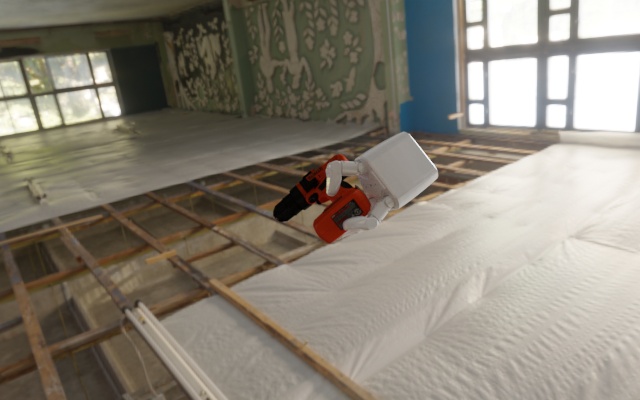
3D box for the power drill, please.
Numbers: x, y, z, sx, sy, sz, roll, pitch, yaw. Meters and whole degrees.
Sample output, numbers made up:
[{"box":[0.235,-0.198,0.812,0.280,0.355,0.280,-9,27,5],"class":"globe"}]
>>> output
[{"box":[0.001,0.003,0.884,0.057,0.184,0.187,48,3,-30],"class":"power drill"}]
